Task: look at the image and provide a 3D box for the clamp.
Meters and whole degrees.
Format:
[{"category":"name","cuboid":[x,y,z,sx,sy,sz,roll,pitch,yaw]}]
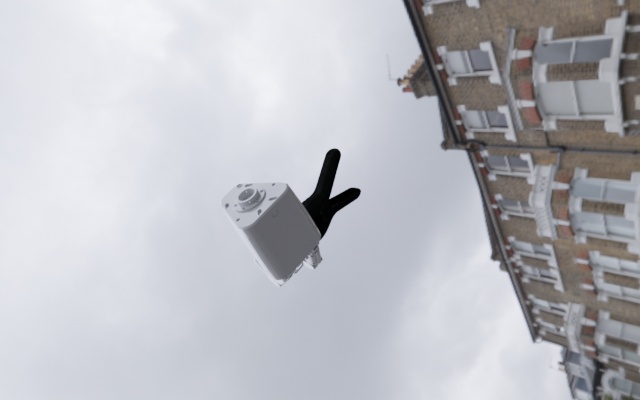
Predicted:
[{"category":"clamp","cuboid":[0.000,0.003,0.762,0.039,0.120,0.171,14,54,40]}]
